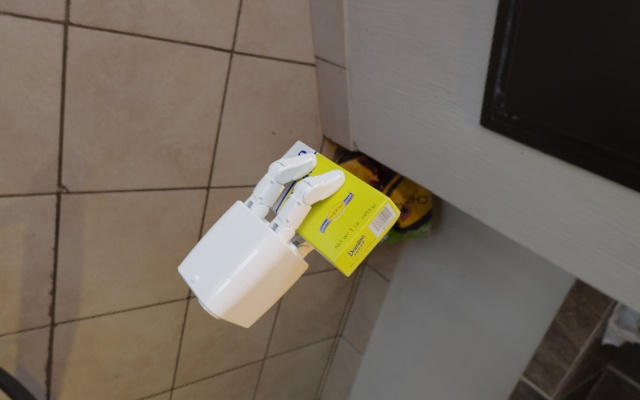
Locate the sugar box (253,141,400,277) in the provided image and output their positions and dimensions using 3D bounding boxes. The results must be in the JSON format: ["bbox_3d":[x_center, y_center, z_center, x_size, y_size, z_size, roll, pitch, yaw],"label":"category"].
[{"bbox_3d":[0.000,0.002,0.565,0.176,0.093,0.048,36,-9,41],"label":"sugar box"}]
